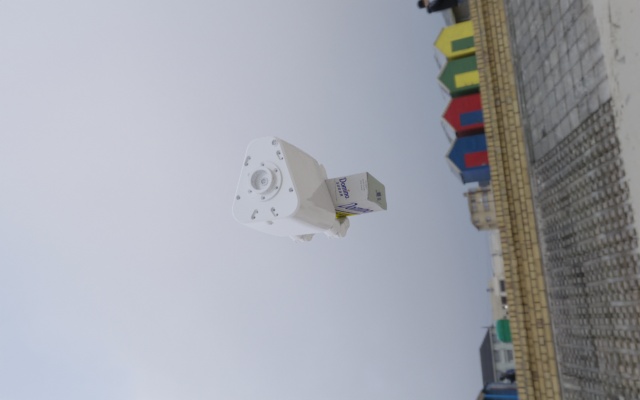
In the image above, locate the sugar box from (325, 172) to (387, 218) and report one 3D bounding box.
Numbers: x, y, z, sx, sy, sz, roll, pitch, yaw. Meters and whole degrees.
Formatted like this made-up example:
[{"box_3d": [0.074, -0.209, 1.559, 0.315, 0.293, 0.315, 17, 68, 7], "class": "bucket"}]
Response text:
[{"box_3d": [0.000, 0.003, 0.697, 0.176, 0.048, 0.093, -8, -13, 22], "class": "sugar box"}]
